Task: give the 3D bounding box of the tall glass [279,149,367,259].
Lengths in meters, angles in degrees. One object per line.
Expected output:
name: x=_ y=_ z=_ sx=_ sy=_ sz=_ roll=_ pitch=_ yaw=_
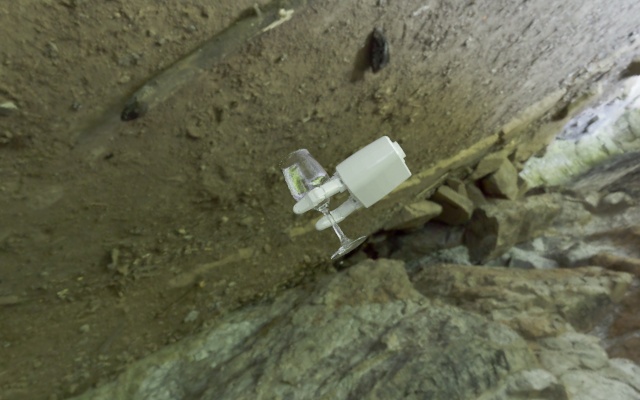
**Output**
tall glass: x=0.000 y=0.003 z=0.871 sx=0.079 sy=0.201 sz=0.079 roll=-30 pitch=-14 yaw=-8
